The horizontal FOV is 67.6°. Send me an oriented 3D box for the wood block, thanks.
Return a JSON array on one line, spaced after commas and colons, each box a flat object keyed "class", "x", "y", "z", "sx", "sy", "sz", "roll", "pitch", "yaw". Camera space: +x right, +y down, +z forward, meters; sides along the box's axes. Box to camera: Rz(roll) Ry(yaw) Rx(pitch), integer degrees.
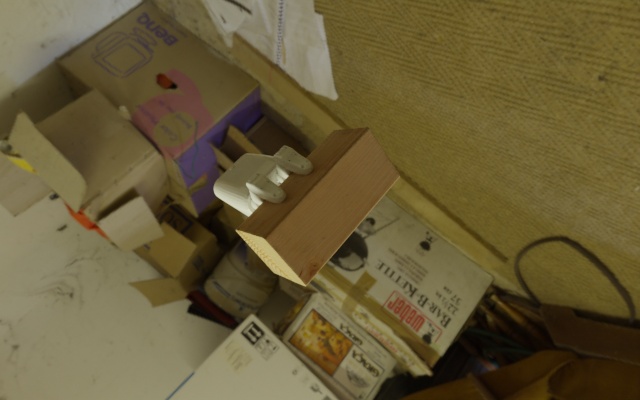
[{"class": "wood block", "x": 0.000, "y": 0.002, "z": 0.647, "sx": 0.206, "sy": 0.091, "sz": 0.090, "roll": -48, "pitch": 27, "yaw": -21}]
